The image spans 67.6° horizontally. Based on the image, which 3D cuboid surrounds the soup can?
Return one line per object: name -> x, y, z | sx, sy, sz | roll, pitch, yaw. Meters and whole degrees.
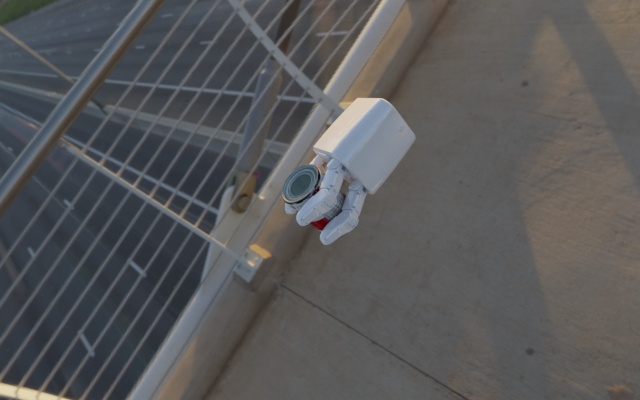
soup can -> 0.000, 0.002, 0.691 | 0.068, 0.068, 0.102 | 0, -31, 42
